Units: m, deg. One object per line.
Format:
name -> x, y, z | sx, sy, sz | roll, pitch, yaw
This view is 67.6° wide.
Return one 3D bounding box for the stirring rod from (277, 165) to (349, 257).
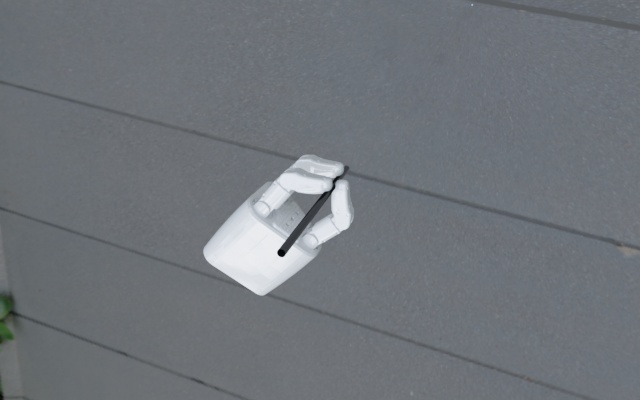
stirring rod -> 0.000, 0.002, 0.516 | 0.011, 0.011, 0.239 | 0, 21, 18
